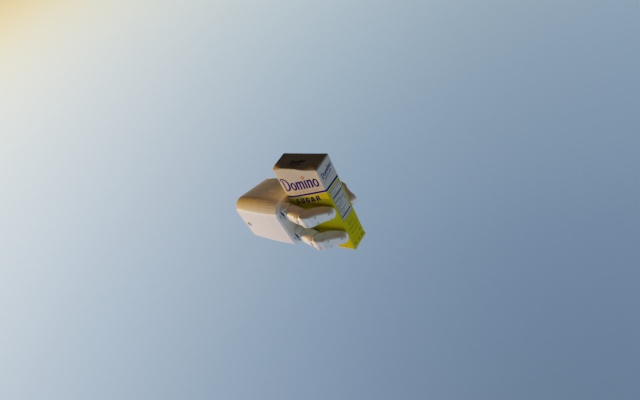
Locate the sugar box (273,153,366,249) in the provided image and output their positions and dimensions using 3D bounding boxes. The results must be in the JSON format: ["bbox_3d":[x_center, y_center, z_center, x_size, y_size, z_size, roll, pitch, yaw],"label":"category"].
[{"bbox_3d":[0.000,0.003,0.779,0.093,0.048,0.176,4,-41,38],"label":"sugar box"}]
